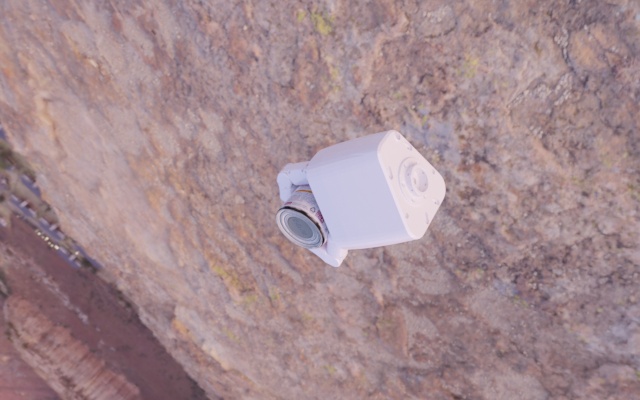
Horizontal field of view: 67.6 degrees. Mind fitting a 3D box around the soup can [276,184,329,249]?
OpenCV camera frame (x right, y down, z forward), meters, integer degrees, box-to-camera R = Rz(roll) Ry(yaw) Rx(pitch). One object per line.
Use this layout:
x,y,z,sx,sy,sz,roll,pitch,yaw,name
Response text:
0.000,0.002,0.586,0.068,0.068,0.102,0,40,41,soup can
